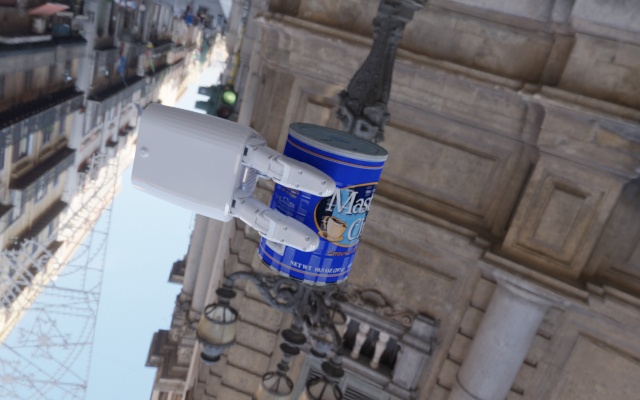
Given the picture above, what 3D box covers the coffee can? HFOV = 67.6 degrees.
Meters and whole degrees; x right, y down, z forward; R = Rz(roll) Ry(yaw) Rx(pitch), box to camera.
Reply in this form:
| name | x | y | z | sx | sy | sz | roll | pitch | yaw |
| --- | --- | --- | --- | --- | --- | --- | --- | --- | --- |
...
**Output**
| name | x | y | z | sx | sy | sz | roll | pitch | yaw |
| --- | --- | --- | --- | --- | --- | --- | --- | --- | --- |
| coffee can | 0.000 | 0.002 | 0.496 | 0.103 | 0.140 | 0.102 | 15 | 17 | -5 |
